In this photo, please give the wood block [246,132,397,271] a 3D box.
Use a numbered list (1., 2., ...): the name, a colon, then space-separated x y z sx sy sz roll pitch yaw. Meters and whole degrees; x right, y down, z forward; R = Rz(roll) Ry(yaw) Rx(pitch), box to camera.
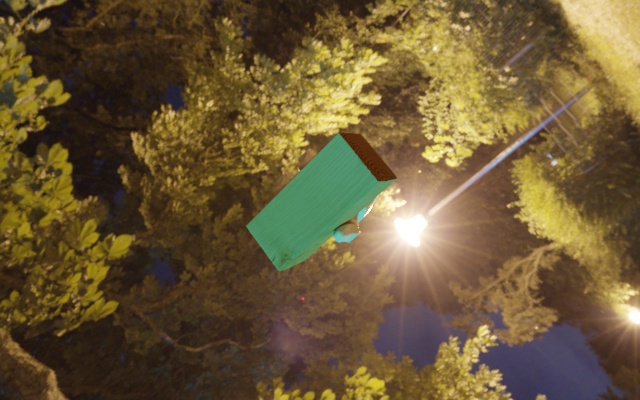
1. wood block: 0.000 0.003 0.712 0.206 0.091 0.090 -44 -14 23
